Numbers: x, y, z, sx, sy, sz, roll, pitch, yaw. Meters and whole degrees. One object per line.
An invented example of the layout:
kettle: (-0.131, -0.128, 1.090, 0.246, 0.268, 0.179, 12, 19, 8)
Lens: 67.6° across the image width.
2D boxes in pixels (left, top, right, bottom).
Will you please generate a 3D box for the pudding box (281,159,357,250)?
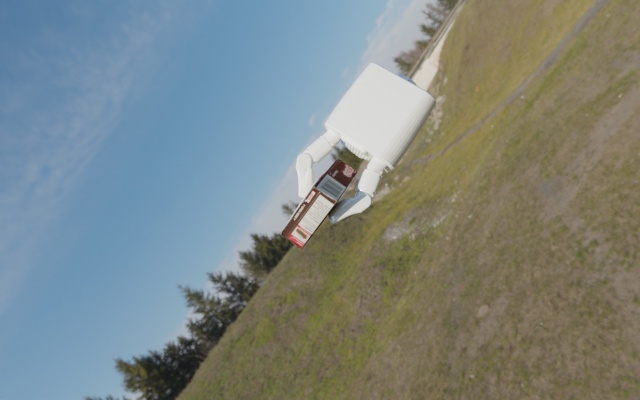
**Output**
pudding box: (0.000, 0.002, 0.641, 0.039, 0.090, 0.113, 37, 29, 3)
